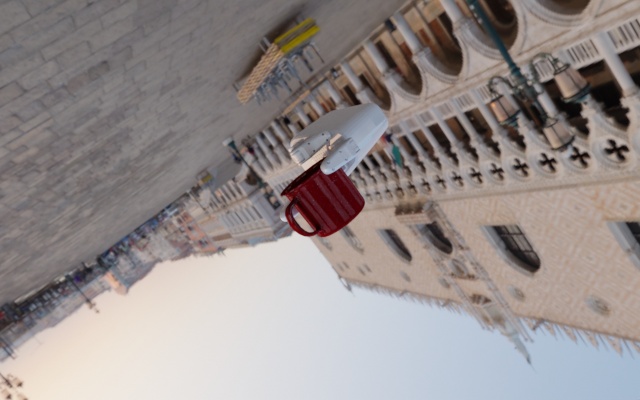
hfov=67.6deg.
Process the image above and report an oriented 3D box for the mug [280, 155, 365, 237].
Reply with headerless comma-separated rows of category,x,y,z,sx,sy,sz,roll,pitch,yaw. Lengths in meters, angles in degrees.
mug,-0.001,0.003,0.640,0.093,0.081,0.117,-26,16,50
